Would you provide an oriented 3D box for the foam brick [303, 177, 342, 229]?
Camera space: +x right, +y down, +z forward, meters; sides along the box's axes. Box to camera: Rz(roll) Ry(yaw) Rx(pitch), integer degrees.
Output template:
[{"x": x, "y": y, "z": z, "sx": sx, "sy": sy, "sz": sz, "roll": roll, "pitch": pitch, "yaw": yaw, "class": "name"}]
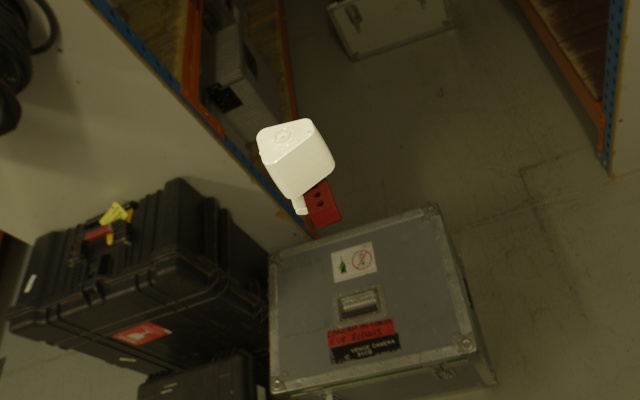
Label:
[{"x": 0.000, "y": 0.003, "z": 0.890, "sx": 0.053, "sy": 0.078, "sz": 0.051, "roll": -22, "pitch": -39, "yaw": 3, "class": "foam brick"}]
